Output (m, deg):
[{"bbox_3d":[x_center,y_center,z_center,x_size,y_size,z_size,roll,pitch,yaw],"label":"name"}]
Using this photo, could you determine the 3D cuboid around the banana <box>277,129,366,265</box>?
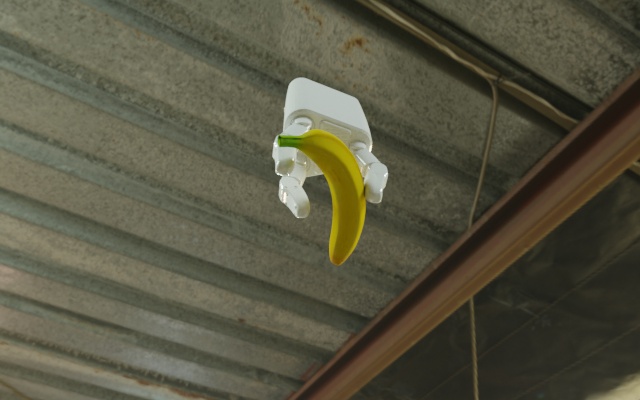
[{"bbox_3d":[0.017,-0.007,0.530,0.069,0.198,0.037,-20,38,4],"label":"banana"}]
